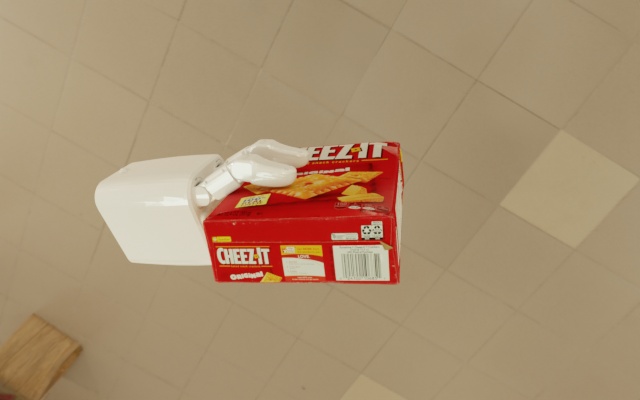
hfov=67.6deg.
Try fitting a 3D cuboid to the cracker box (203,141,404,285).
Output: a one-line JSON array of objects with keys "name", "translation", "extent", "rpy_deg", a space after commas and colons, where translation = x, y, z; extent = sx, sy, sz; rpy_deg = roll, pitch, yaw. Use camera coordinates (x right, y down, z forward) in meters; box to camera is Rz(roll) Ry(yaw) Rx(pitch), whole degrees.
[{"name": "cracker box", "translation": [0.000, 0.002, 0.489], "extent": [0.164, 0.072, 0.213], "rpy_deg": [-2, 23, 11]}]
